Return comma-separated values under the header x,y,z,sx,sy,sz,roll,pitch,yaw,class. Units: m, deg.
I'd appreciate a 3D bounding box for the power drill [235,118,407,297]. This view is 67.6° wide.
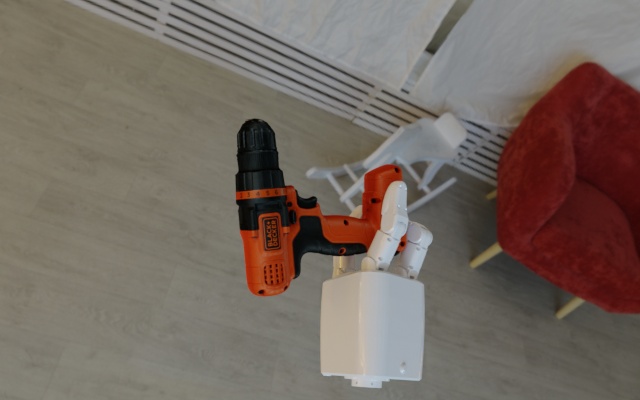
x,y,z,sx,sy,sz,roll,pitch,yaw,class
0.001,0.002,0.525,0.187,0.184,0.057,-5,3,-22,power drill
